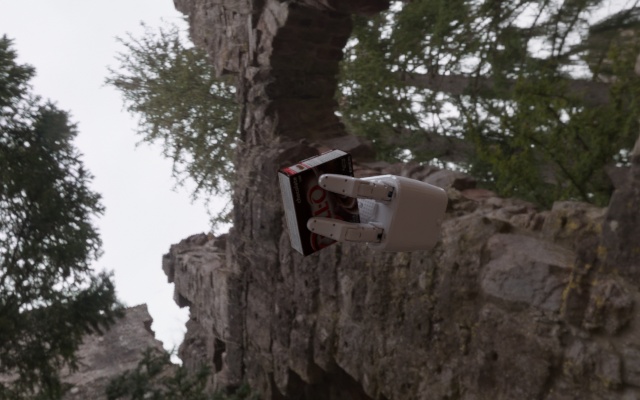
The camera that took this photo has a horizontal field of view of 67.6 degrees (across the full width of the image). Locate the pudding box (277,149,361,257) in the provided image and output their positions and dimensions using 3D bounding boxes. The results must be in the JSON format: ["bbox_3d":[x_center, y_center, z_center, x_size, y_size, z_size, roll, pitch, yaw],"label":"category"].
[{"bbox_3d":[0.000,0.002,0.595,0.090,0.113,0.039,-24,26,-27],"label":"pudding box"}]
